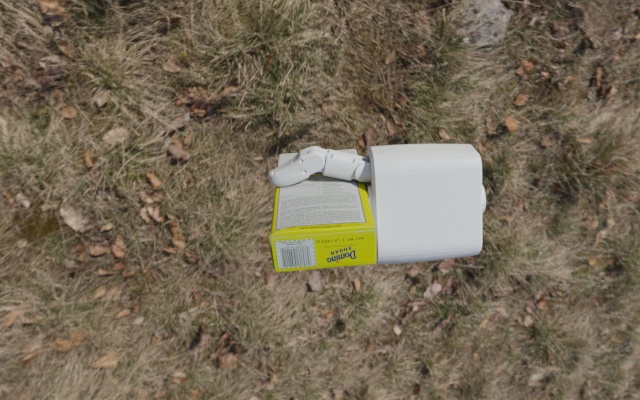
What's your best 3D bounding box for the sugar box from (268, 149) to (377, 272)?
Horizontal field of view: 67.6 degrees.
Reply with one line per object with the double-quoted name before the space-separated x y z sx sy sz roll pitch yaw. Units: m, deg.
"sugar box" 0.000 0.002 0.486 0.093 0.048 0.176 -4 26 1
